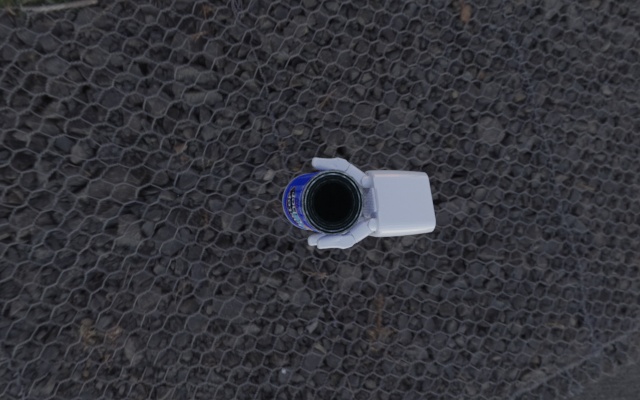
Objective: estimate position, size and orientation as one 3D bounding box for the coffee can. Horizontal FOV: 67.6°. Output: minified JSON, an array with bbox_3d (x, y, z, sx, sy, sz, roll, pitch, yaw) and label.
[{"bbox_3d":[0.000,0.003,0.804,0.103,0.103,0.140,0,1,-17],"label":"coffee can"}]
